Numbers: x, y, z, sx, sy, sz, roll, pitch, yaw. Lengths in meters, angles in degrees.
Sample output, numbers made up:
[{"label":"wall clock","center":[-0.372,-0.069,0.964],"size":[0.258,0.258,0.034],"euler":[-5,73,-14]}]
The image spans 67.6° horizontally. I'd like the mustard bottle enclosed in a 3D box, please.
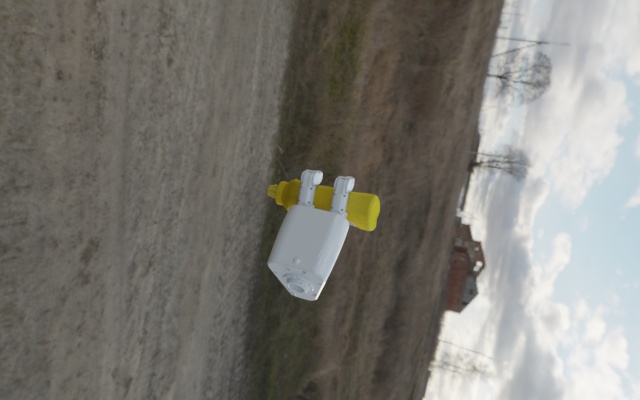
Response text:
[{"label":"mustard bottle","center":[0.000,0.002,0.805],"size":[0.191,0.058,0.096],"euler":[12,-9,16]}]
